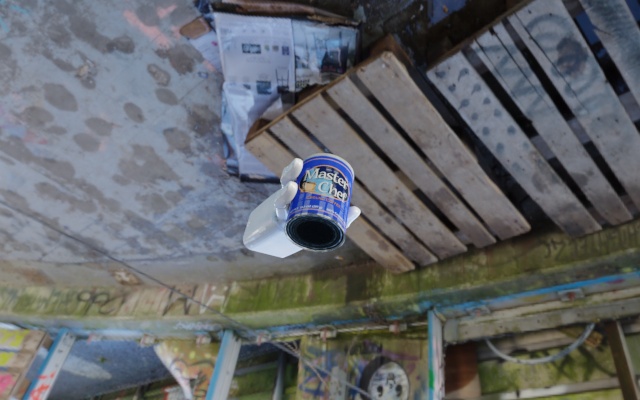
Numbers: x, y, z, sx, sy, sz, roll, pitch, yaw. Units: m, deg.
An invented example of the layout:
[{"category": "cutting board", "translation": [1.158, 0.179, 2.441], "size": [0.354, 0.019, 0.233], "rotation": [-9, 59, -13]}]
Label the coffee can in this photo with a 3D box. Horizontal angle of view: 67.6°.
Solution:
[{"category": "coffee can", "translation": [0.000, 0.003, 0.826], "size": [0.103, 0.140, 0.103], "rotation": [6, -40, 5]}]
